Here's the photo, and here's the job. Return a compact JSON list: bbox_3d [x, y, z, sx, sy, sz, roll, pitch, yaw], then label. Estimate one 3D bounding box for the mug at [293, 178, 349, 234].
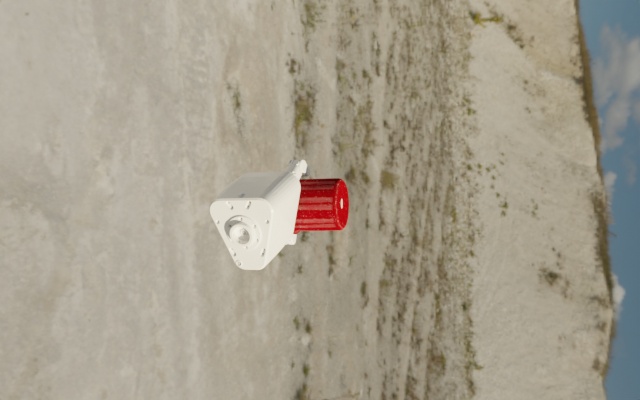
[{"bbox_3d":[0.001,0.002,0.762,0.081,0.093,0.117,-1,21,18],"label":"mug"}]
